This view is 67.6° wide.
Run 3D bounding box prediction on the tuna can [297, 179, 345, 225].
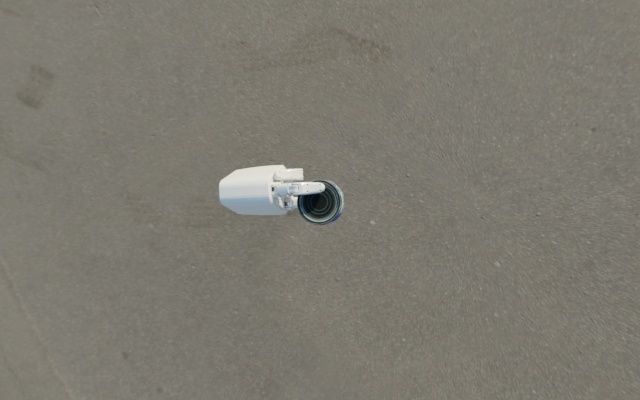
[{"bbox_3d":[0.000,0.003,0.886,0.086,0.086,0.034,0,-1,12],"label":"tuna can"}]
